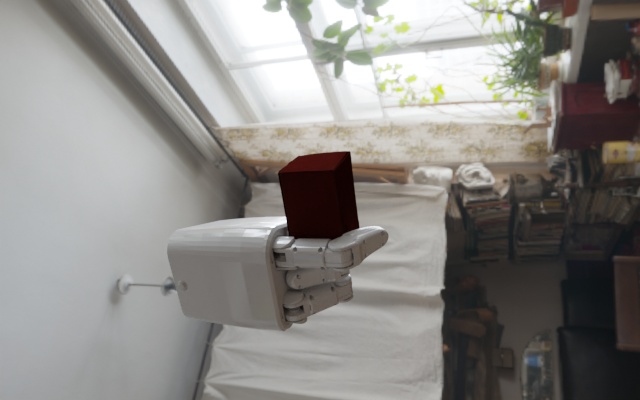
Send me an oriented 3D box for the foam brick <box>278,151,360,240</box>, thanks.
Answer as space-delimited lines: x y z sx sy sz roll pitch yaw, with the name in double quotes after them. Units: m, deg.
0.000 0.001 0.422 0.051 0.078 0.053 0 22 20 "foam brick"
